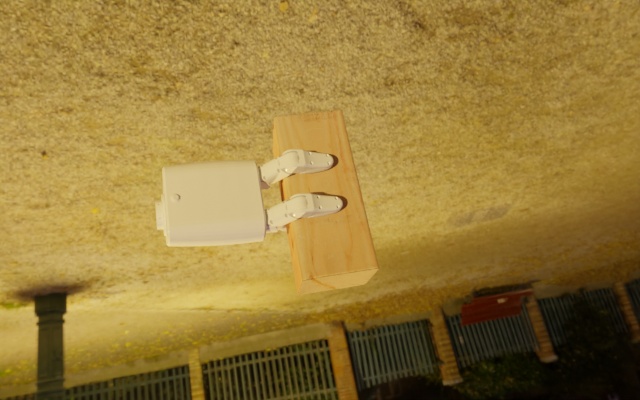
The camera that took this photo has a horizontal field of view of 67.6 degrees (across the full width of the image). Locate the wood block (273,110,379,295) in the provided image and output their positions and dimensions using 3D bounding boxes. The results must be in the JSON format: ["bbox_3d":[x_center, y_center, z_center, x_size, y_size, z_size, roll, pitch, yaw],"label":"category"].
[{"bbox_3d":[0.000,0.002,0.596,0.090,0.206,0.091,-8,-20,-9],"label":"wood block"}]
